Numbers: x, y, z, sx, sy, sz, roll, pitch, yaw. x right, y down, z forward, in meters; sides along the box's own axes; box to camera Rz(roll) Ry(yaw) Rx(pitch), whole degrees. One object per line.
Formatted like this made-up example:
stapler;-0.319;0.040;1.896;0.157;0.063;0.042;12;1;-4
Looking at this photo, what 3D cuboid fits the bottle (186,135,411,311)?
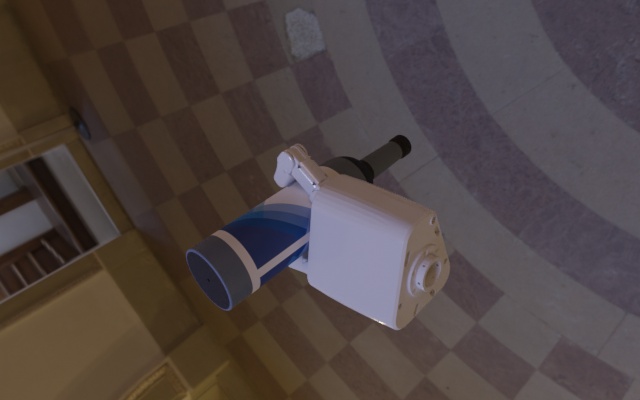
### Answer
bottle;0.000;0.002;0.509;0.295;0.069;0.069;-35;21;-33
